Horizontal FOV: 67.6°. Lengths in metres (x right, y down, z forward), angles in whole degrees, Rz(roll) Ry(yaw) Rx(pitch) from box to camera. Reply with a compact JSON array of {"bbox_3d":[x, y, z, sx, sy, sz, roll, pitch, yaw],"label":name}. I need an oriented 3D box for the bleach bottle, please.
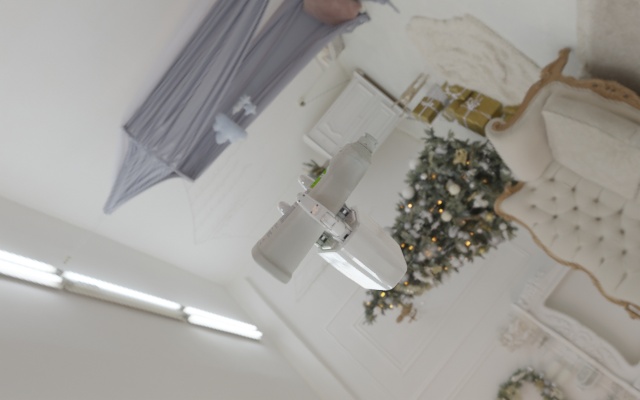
[{"bbox_3d":[0.000,0.002,0.715,0.068,0.251,0.102,40,-2,-11],"label":"bleach bottle"}]
